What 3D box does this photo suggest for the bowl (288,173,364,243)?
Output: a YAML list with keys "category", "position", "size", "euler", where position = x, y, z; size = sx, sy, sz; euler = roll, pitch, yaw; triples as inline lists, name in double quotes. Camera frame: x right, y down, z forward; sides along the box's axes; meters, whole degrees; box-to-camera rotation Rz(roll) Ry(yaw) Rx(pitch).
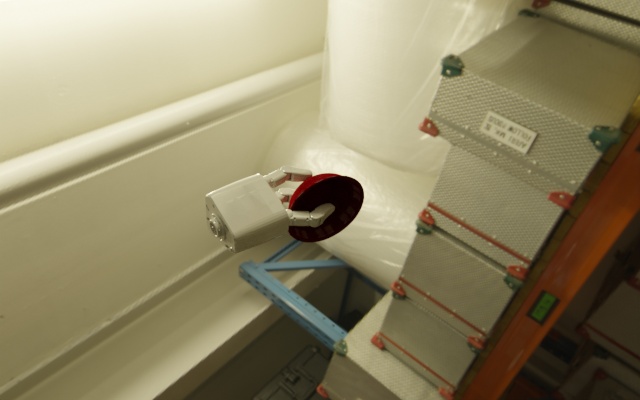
- category: "bowl"
  position: [0.001, 0.003, 0.900]
  size: [0.162, 0.162, 0.055]
  euler: [0, 39, -34]
